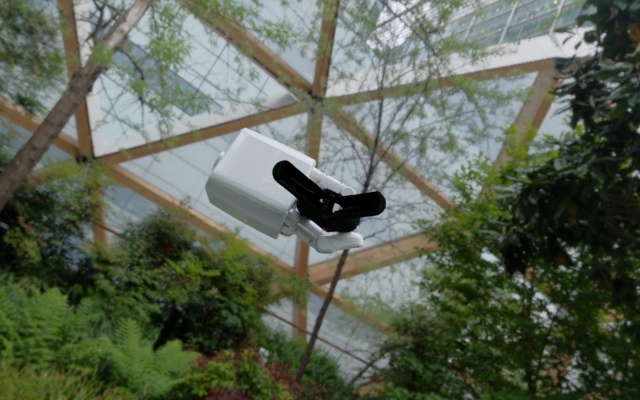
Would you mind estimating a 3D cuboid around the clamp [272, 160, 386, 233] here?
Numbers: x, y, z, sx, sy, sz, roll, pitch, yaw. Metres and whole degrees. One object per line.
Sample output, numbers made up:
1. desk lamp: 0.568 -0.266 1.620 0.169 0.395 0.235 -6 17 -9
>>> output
1. clamp: 0.000 0.001 0.548 0.120 0.039 0.171 27 -17 -1
